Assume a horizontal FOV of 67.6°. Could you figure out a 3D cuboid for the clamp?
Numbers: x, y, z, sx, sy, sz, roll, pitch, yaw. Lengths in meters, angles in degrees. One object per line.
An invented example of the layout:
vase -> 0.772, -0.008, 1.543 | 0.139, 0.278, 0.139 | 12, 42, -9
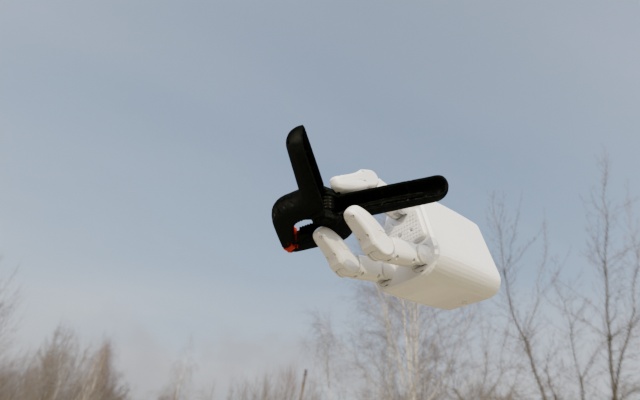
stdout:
clamp -> 0.000, 0.001, 0.493 | 0.164, 0.036, 0.210 | 22, -35, -27
